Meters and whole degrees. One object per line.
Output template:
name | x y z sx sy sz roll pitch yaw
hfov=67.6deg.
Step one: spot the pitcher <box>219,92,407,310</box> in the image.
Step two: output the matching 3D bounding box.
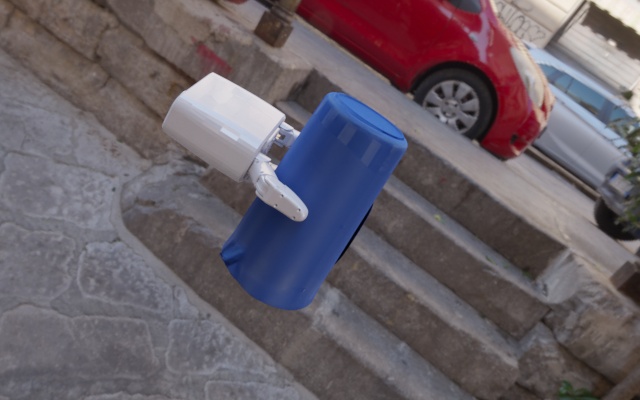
pitcher | 0.000 0.002 0.574 0.145 0.243 0.149 32 21 -4
